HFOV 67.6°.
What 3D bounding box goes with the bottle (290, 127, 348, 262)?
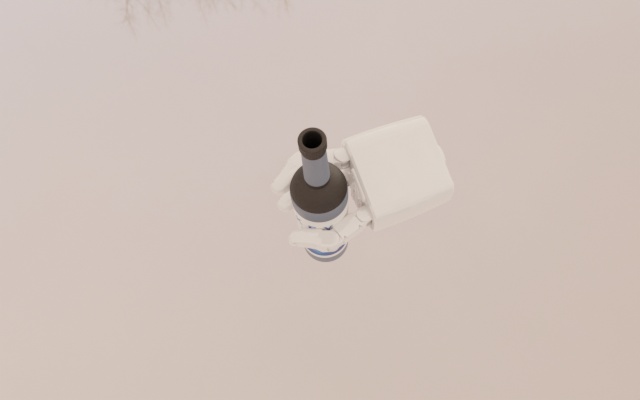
[{"bbox_3d":[0.000,0.002,0.573,0.069,0.069,0.296,0,-23,3],"label":"bottle"}]
